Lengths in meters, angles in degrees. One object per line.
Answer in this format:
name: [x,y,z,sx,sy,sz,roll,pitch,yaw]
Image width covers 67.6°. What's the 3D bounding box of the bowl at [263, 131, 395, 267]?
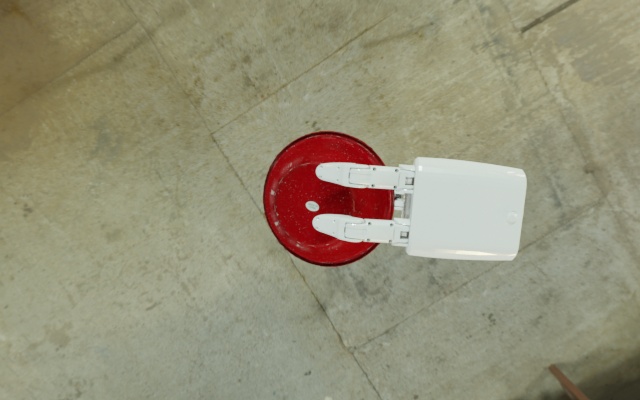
bowl: [-0.001,0.002,0.540,0.162,0.162,0.055,0,6,16]
